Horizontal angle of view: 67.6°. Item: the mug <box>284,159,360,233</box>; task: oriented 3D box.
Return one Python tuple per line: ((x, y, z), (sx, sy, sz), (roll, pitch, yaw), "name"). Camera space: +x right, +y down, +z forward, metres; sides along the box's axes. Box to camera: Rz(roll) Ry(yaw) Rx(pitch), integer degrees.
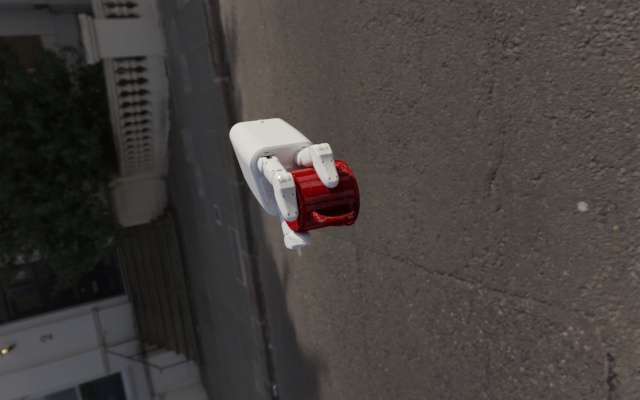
((0.001, 0.003, 0.629), (0.081, 0.093, 0.117), (-11, 34, -24), "mug")
